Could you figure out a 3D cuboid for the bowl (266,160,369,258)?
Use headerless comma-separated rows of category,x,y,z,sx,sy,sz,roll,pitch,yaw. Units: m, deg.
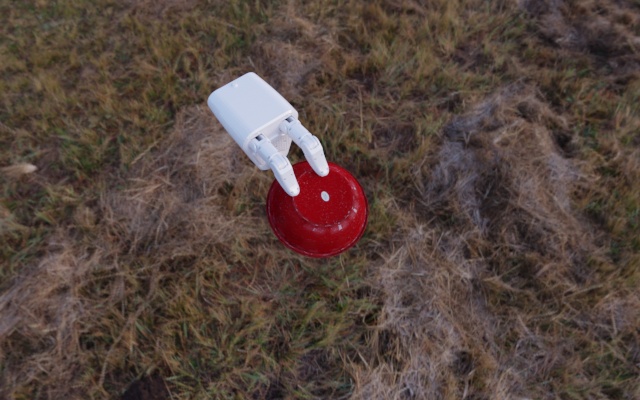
bowl,0.001,0.003,0.717,0.162,0.162,0.055,0,-19,-10
